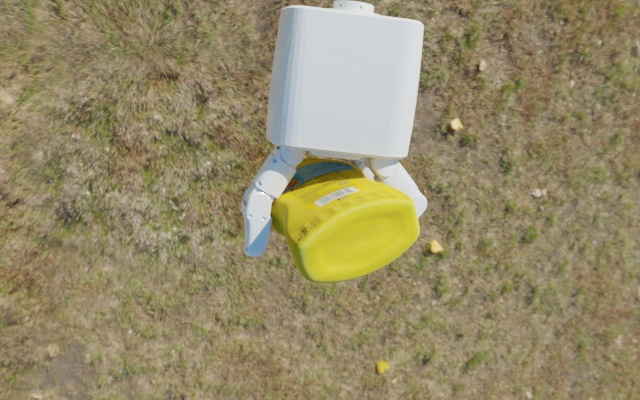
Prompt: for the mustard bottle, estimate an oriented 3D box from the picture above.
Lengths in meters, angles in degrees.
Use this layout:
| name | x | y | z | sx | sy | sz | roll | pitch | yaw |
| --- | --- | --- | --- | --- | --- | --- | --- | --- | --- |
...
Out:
| name | x | y | z | sx | sy | sz | roll | pitch | yaw |
| --- | --- | --- | --- | --- | --- | --- | --- | --- | --- |
| mustard bottle | 0.000 | 0.002 | 0.421 | 0.096 | 0.058 | 0.191 | -23 | 23 | -11 |
